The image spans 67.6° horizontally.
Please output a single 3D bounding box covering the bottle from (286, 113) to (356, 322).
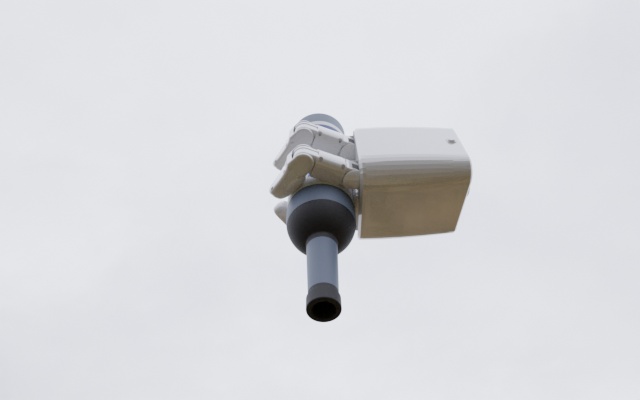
[{"bbox_3d":[0.000,0.001,0.482,0.069,0.069,0.295,0,34,-1],"label":"bottle"}]
